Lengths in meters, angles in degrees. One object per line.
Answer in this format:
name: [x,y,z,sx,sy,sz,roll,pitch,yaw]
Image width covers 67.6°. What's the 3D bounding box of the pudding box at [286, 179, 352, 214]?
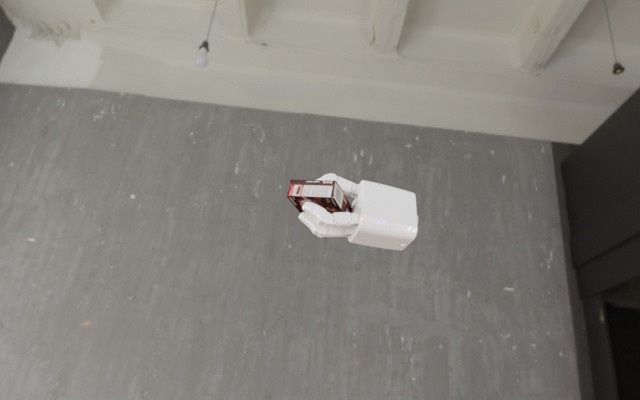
pudding box: [0.000,0.003,0.872,0.090,0.039,0.113,1,-27,20]
